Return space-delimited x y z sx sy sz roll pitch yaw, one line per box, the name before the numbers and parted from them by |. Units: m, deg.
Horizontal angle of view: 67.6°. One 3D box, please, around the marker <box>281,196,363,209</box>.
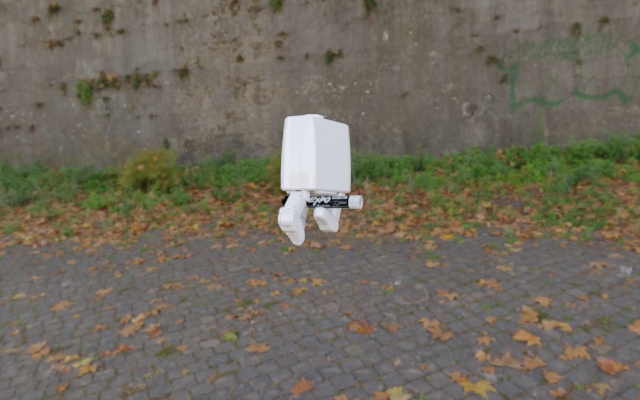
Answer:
marker | 0.000 0.002 0.682 0.121 0.020 0.020 0 0 22
